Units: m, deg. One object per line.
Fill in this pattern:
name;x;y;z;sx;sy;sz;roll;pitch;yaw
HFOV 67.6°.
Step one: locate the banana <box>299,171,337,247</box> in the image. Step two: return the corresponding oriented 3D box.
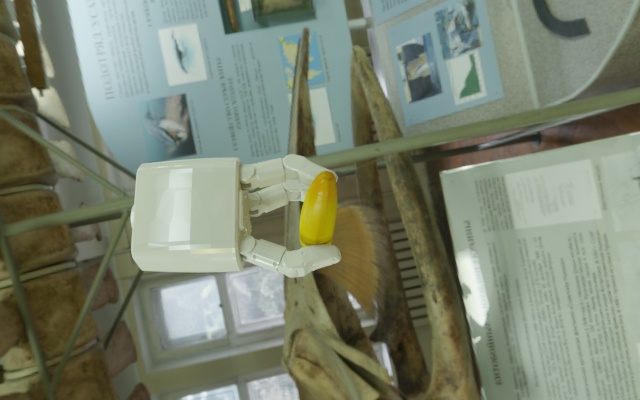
banana;-0.002;0.020;0.511;0.037;0.069;0.198;8;-8;2
